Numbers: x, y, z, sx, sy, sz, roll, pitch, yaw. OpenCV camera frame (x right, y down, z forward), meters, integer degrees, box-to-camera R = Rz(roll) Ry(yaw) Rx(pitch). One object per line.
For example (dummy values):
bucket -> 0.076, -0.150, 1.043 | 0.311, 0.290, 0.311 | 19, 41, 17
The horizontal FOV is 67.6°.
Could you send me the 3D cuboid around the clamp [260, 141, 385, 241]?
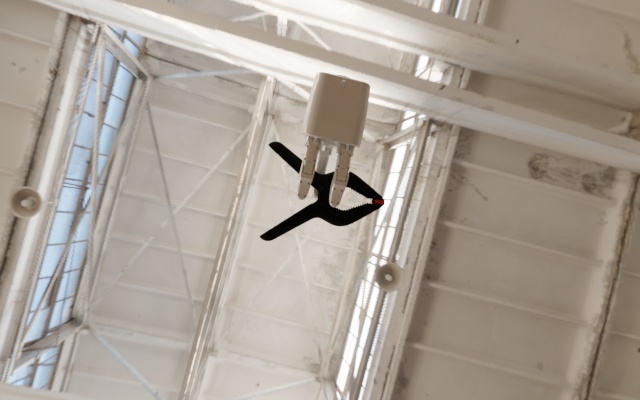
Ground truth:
clamp -> 0.001, 0.002, 0.799 | 0.210, 0.164, 0.036 | 12, 2, -6
